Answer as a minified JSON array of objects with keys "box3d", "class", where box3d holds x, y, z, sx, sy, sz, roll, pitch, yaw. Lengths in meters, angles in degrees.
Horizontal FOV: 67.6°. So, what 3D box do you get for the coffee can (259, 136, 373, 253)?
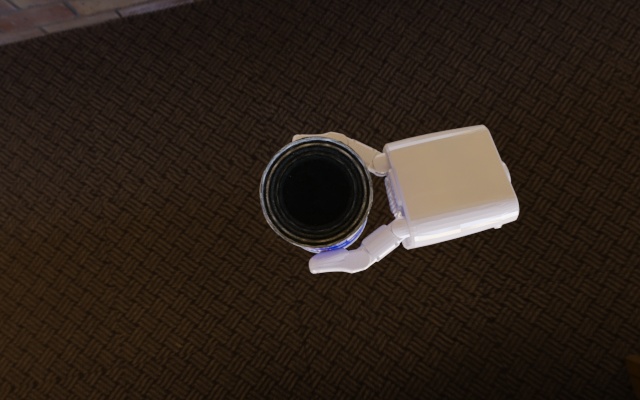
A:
[{"box3d":[0.000,0.002,0.495,0.103,0.103,0.140,0,-8,4],"class":"coffee can"}]
